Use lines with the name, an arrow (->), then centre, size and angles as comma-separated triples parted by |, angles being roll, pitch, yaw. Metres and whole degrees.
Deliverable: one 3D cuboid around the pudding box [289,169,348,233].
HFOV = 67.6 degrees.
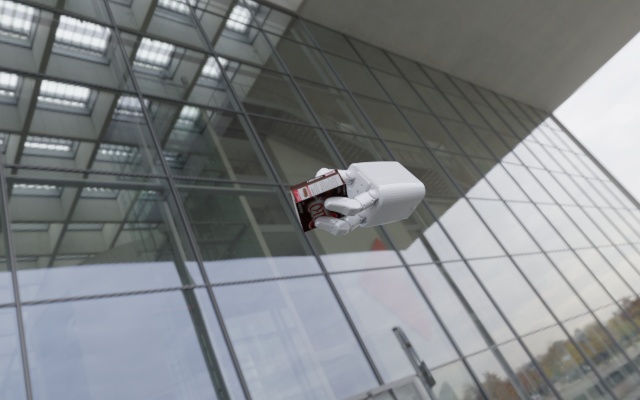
pudding box -> 0.000, 0.003, 0.819 | 0.090, 0.039, 0.114 | -22, -31, -6
